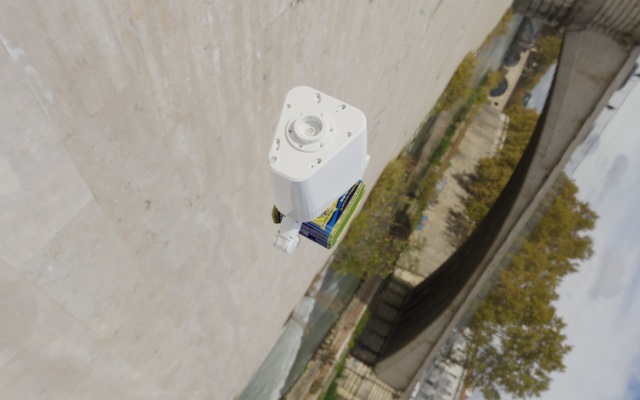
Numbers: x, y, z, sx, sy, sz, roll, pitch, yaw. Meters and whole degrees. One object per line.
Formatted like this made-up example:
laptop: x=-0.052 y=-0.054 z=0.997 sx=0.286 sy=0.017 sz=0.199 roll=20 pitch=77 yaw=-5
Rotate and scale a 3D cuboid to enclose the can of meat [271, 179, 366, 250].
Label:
can of meat: x=0.000 y=0.002 z=0.614 sx=0.084 sy=0.102 sz=0.057 roll=27 pitch=-23 yaw=13
